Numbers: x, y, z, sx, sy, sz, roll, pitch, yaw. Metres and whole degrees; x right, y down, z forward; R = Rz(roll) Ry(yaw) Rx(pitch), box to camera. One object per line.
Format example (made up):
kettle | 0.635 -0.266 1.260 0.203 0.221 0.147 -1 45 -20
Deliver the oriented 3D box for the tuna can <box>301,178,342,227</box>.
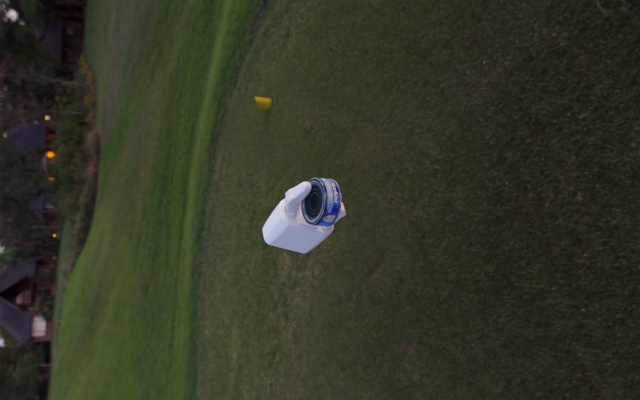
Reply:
tuna can | 0.000 0.003 0.841 0.034 0.086 0.086 5 -3 -31
